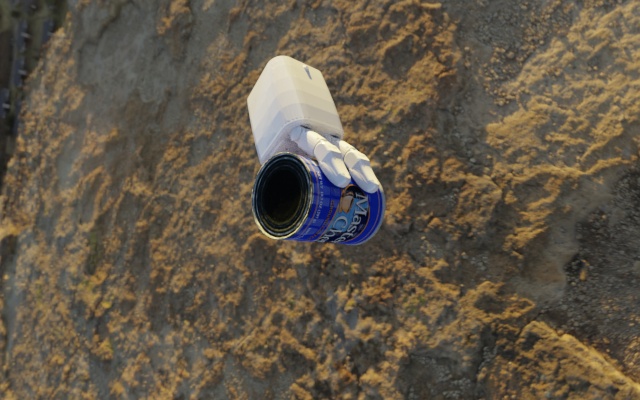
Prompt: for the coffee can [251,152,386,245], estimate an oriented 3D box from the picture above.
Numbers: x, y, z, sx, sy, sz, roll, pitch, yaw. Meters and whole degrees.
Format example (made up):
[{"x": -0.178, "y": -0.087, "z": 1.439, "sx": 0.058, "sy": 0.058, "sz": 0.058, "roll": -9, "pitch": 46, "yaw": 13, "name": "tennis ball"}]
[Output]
[{"x": 0.000, "y": 0.002, "z": 0.599, "sx": 0.103, "sy": 0.103, "sz": 0.140, "roll": 0, "pitch": -6, "yaw": 42, "name": "coffee can"}]
